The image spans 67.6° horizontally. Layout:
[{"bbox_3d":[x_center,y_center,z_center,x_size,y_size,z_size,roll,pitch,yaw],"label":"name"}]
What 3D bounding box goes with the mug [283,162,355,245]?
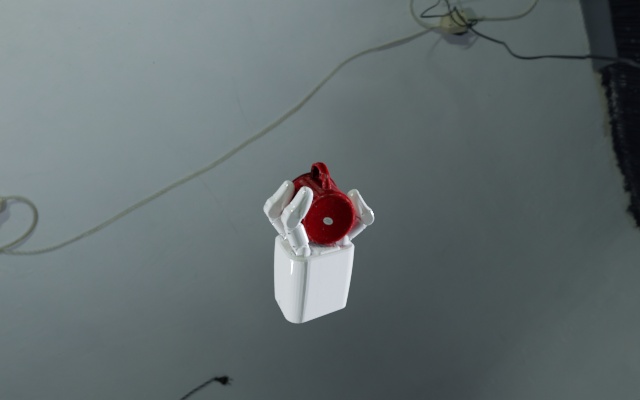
[{"bbox_3d":[0.000,0.001,0.698,0.093,0.117,0.081,-3,21,-21],"label":"mug"}]
